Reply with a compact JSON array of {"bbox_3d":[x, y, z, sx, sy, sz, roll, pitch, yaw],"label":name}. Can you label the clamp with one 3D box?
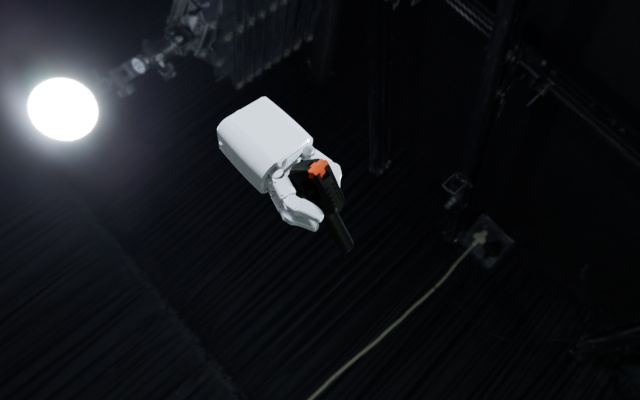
[{"bbox_3d":[0.001,0.001,0.718,0.164,0.036,0.210,41,-19,7],"label":"clamp"}]
